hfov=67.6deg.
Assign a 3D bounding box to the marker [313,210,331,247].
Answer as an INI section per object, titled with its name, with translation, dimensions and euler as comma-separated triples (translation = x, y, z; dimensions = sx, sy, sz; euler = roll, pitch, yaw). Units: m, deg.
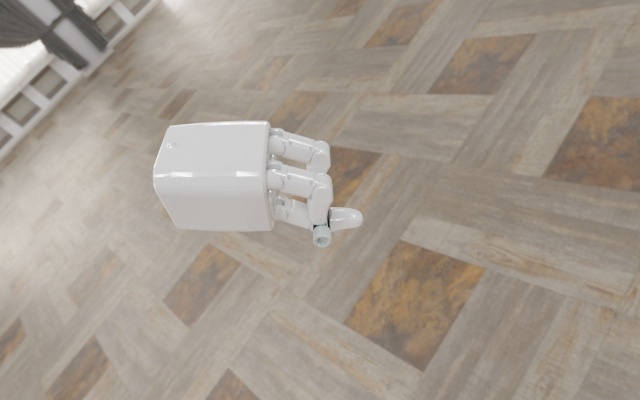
[marker]
translation = 0.000, 0.002, 0.541
dimensions = 0.020, 0.020, 0.121
euler = 0, 44, -2
